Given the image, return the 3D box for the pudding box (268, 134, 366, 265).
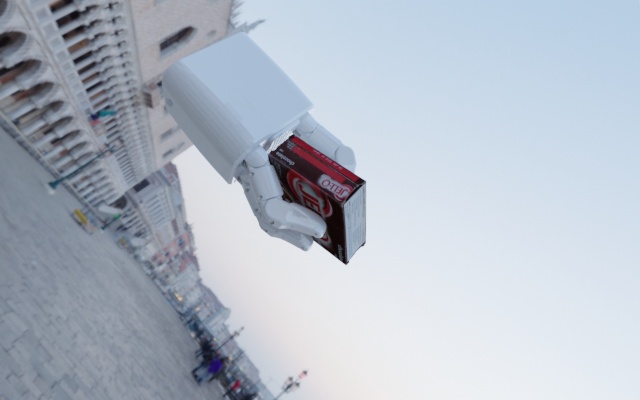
[{"bbox_3d":[0.000,0.001,0.460,0.090,0.039,0.114,36,-22,26],"label":"pudding box"}]
